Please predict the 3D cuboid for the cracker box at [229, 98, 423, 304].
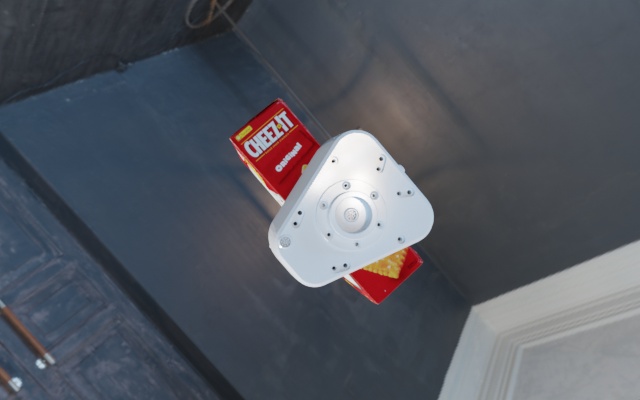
[{"bbox_3d":[0.000,0.002,0.531,0.072,0.214,0.164,-41,4,-6],"label":"cracker box"}]
